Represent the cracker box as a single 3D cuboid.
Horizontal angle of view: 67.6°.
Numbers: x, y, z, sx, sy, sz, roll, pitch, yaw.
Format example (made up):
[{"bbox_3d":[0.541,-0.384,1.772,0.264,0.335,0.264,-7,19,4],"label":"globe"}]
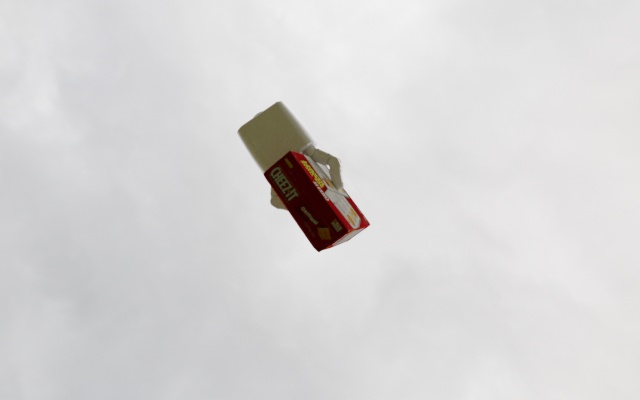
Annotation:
[{"bbox_3d":[0.000,0.003,0.863,0.072,0.164,0.213,-38,-9,12],"label":"cracker box"}]
